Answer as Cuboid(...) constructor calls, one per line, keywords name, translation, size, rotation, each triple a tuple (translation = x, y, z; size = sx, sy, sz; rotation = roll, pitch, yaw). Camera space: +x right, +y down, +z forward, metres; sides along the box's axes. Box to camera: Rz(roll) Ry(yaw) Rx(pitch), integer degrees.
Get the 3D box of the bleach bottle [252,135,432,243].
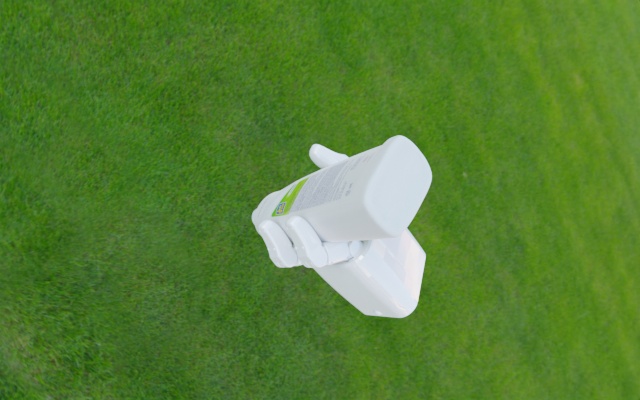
Cuboid(name="bleach bottle", translation=(0.000, 0.002, 0.547), size=(0.068, 0.102, 0.251), rotation=(47, -32, -23))
